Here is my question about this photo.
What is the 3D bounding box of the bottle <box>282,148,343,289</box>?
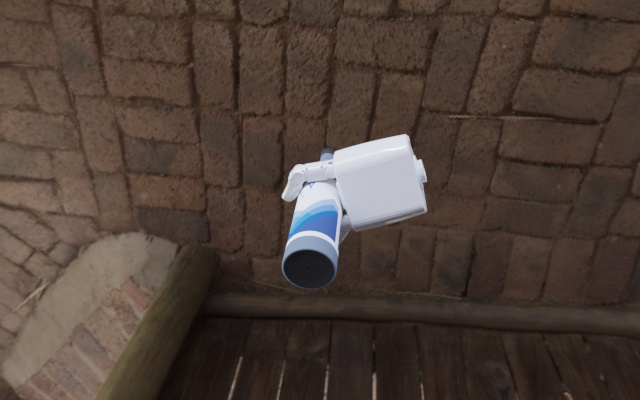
[{"bbox_3d":[0.000,0.002,0.695,0.069,0.069,0.295,0,33,7],"label":"bottle"}]
